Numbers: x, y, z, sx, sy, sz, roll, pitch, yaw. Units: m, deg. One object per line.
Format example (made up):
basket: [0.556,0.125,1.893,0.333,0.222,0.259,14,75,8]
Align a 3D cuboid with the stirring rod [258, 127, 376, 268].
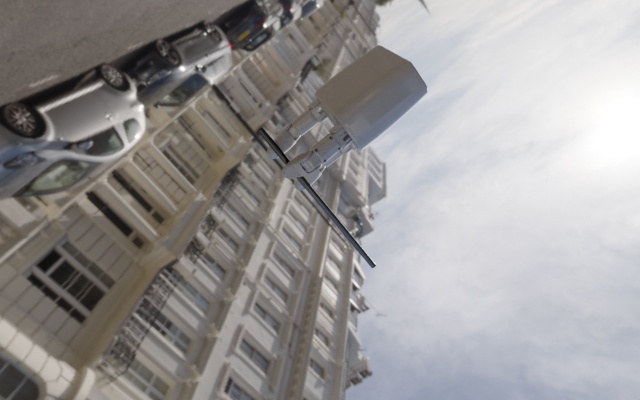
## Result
stirring rod: [0.000,0.002,0.615,0.011,0.239,0.011,-35,19,14]
